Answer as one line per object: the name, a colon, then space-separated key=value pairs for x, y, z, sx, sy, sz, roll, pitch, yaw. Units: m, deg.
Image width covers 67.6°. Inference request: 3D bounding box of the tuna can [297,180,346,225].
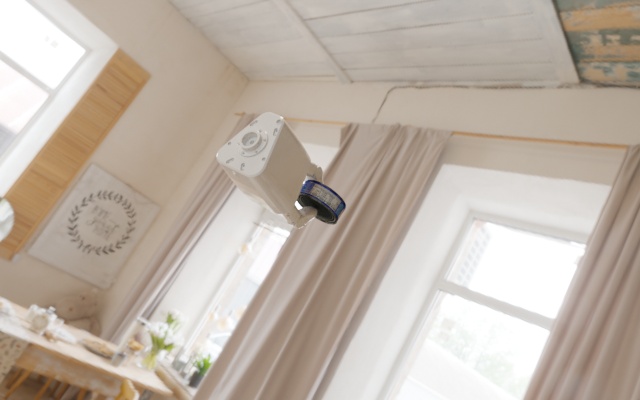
tuna can: x=0.000 y=0.002 z=0.815 sx=0.086 sy=0.033 sz=0.086 roll=30 pitch=-19 yaw=11
